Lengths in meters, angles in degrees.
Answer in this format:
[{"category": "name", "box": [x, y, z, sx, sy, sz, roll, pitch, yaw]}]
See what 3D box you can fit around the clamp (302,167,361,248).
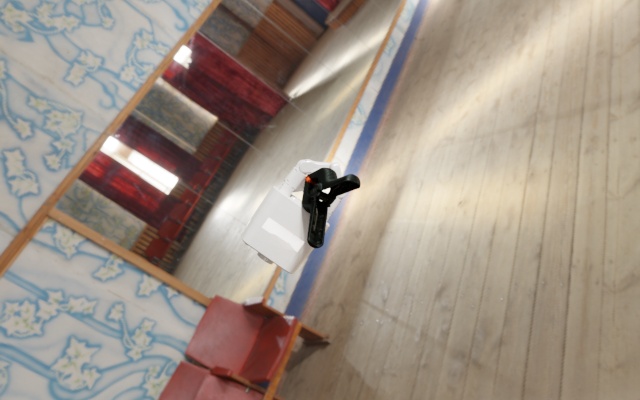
[{"category": "clamp", "box": [0.000, 0.002, 0.740, 0.039, 0.120, 0.171, 34, 1, -18]}]
